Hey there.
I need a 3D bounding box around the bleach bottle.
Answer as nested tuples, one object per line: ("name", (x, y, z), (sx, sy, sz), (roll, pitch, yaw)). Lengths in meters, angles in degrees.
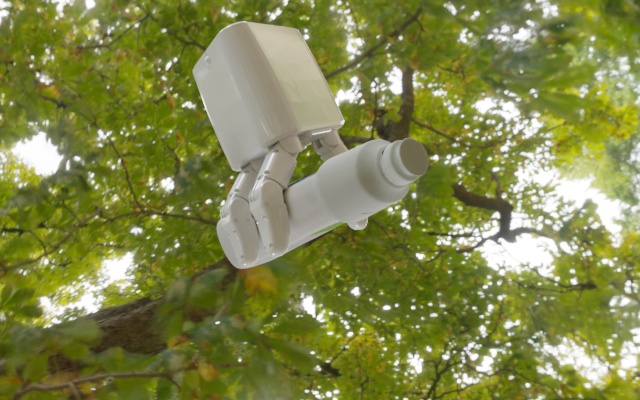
("bleach bottle", (0.000, 0.001, 0.431), (0.102, 0.068, 0.251), (-25, -1, -39))
